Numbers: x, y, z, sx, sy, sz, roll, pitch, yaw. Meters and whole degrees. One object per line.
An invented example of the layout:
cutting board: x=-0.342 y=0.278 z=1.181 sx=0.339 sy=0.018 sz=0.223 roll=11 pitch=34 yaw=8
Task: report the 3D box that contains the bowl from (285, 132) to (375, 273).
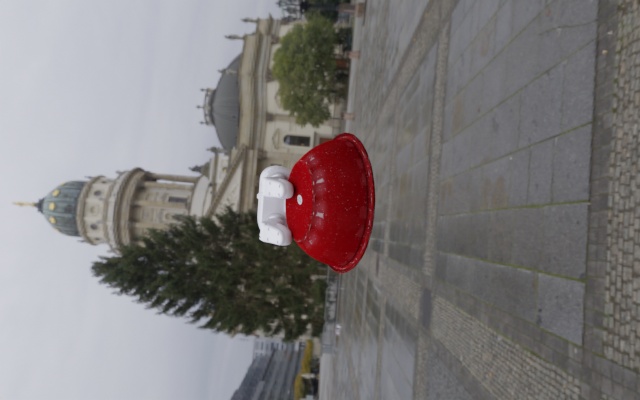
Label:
bowl: x=0.000 y=0.002 z=0.542 sx=0.055 sy=0.162 sz=0.162 roll=2 pitch=-1 yaw=-23
